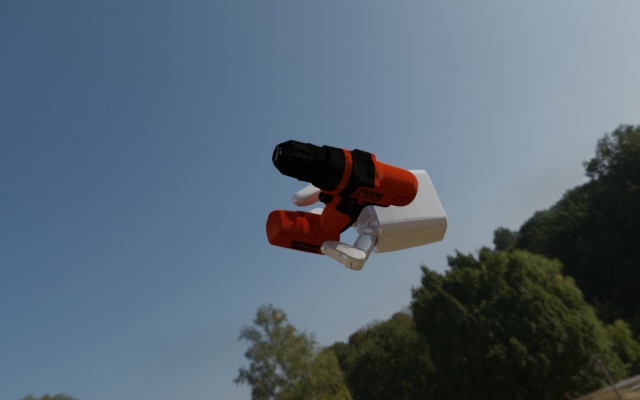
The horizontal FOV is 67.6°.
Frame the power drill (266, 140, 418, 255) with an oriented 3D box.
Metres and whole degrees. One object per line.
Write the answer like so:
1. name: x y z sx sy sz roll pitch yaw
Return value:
1. power drill: 0.000 0.002 0.599 0.184 0.057 0.188 15 -34 -24
